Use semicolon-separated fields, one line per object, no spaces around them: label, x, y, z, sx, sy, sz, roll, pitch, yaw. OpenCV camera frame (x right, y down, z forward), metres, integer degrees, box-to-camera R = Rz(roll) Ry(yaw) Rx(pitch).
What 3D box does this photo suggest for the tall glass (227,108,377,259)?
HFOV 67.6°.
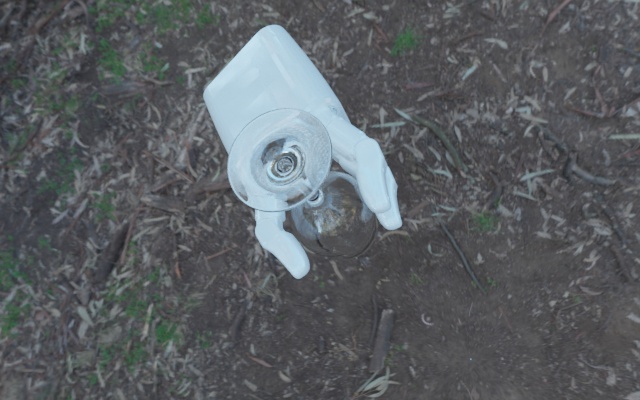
tall glass;0.000;0.001;0.405;0.079;0.079;0.201;0;-18;17
